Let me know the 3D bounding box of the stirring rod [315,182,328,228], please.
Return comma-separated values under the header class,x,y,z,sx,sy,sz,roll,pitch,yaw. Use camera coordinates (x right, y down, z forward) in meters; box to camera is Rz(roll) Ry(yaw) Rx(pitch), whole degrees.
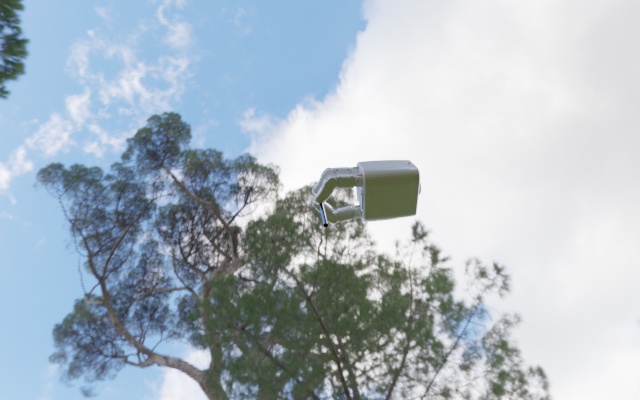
class,x,y,z,sx,sy,sz,roll,pitch,yaw
stirring rod,0.000,0.003,0.896,0.011,0.011,0.239,0,18,-4
